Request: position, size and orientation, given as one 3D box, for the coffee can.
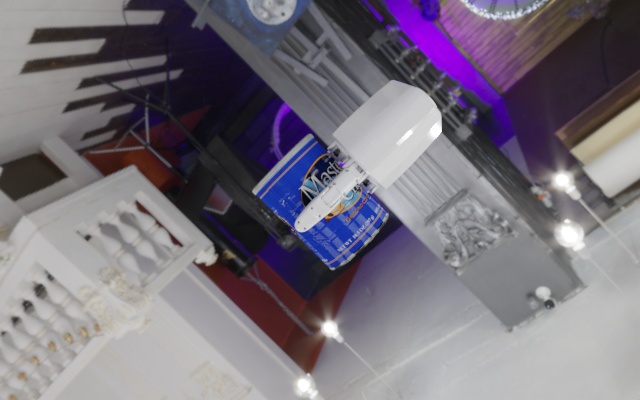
[{"bbox_3d":[0.000,0.002,0.598,0.103,0.140,0.103,-44,4,4],"label":"coffee can"}]
